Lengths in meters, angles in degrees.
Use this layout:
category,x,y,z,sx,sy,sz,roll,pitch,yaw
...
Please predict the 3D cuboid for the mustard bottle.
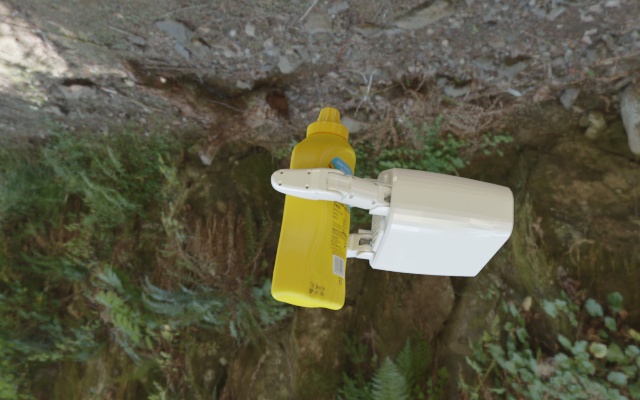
category,x,y,z,sx,sy,sz,roll,pitch,yaw
mustard bottle,0.000,0.002,0.451,0.058,0.191,0.096,0,-17,22
